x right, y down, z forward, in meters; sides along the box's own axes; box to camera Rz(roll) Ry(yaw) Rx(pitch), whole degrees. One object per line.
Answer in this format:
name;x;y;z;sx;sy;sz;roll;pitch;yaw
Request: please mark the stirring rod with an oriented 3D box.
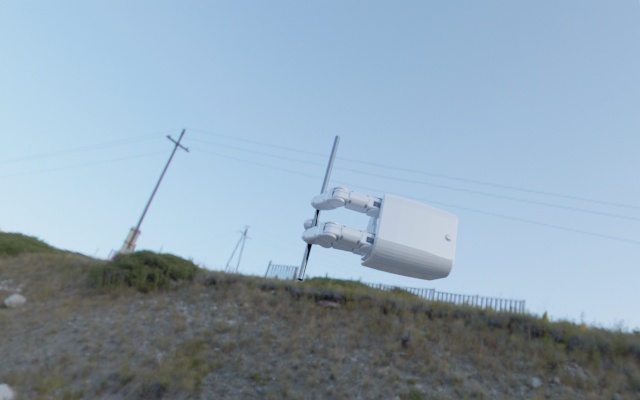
stirring rod;0.000;0.002;0.682;0.011;0.239;0.011;11;-30;7
